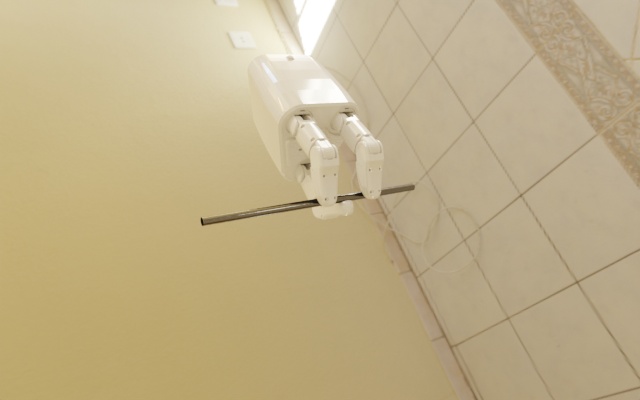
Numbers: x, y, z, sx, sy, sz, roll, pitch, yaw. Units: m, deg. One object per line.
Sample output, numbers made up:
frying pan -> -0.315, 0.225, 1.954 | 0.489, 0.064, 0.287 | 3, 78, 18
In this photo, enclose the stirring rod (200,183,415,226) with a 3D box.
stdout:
stirring rod -> 0.000, 0.002, 0.474 | 0.239, 0.011, 0.011 | -9, 5, -30
